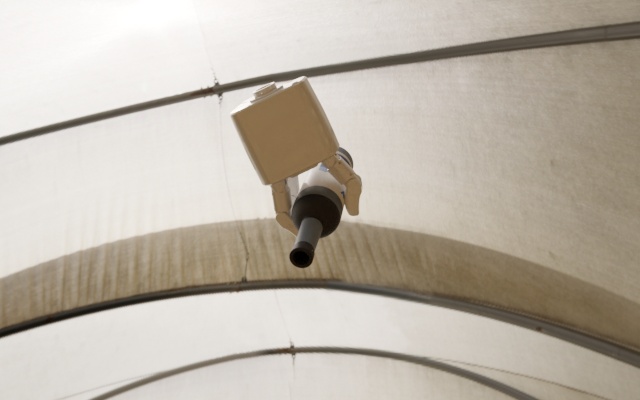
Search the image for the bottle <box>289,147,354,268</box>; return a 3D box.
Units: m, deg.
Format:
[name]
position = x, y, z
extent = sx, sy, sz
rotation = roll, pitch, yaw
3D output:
[bottle]
position = 0.000, 0.002, 0.667
extent = 0.069, 0.069, 0.295
rotation = 0, 25, 10
